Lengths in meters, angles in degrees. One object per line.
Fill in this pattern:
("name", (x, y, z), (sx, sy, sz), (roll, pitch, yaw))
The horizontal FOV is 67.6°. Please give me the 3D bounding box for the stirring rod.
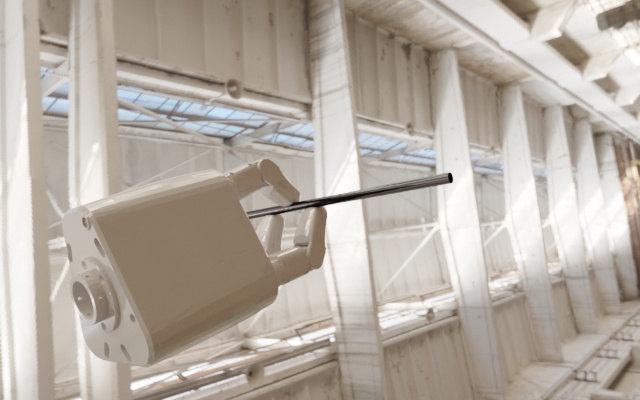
("stirring rod", (0.000, 0.001, 0.407), (0.239, 0.011, 0.011), (-11, -7, 41))
